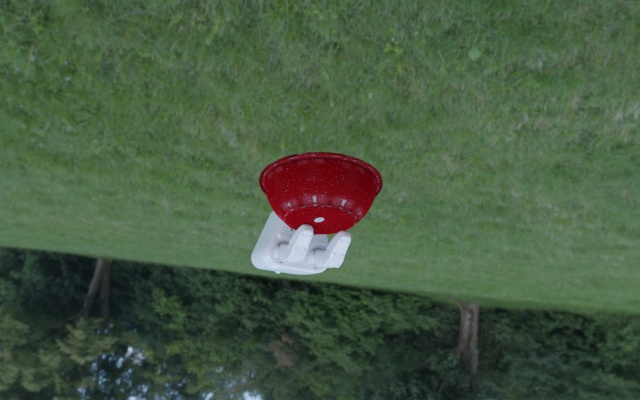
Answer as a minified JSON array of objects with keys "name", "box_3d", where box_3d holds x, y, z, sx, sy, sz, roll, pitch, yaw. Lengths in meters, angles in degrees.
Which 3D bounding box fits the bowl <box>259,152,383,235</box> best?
[{"name":"bowl","box_3d":[0.000,0.002,0.612,0.162,0.055,0.162,1,-26,0]}]
